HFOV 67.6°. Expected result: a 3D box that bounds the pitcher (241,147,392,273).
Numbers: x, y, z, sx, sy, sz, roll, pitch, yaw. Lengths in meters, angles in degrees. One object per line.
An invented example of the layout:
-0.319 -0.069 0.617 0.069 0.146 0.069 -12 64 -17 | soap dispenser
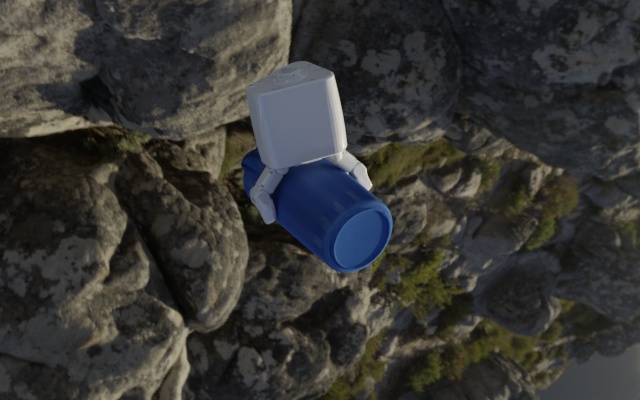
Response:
0.000 0.002 0.704 0.149 0.145 0.242 -25 37 -20 | pitcher
